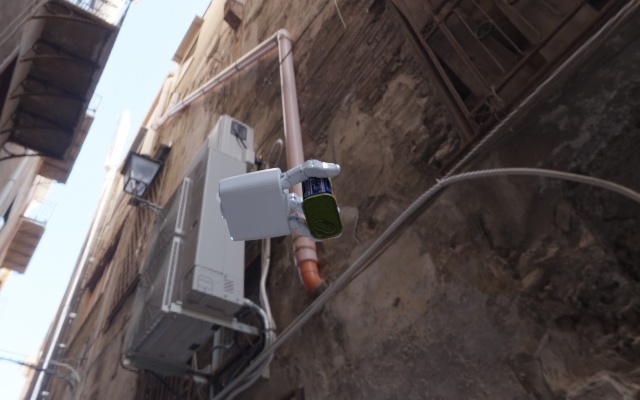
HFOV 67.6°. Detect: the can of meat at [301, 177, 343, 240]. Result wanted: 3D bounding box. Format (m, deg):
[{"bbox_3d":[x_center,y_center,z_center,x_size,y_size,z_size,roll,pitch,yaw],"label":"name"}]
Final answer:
[{"bbox_3d":[0.000,0.002,0.831,0.057,0.102,0.083,-13,41,4],"label":"can of meat"}]
